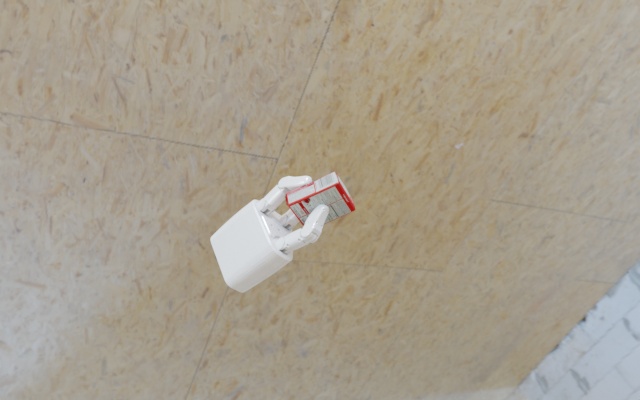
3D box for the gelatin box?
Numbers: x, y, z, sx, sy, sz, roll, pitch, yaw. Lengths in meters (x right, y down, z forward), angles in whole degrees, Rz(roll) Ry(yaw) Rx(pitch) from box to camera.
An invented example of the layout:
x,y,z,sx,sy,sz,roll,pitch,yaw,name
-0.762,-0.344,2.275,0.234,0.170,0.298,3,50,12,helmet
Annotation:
x,y,z,sx,sy,sz,roll,pitch,yaw,name
0.001,0.003,0.744,0.089,0.030,0.073,-24,-44,11,gelatin box
